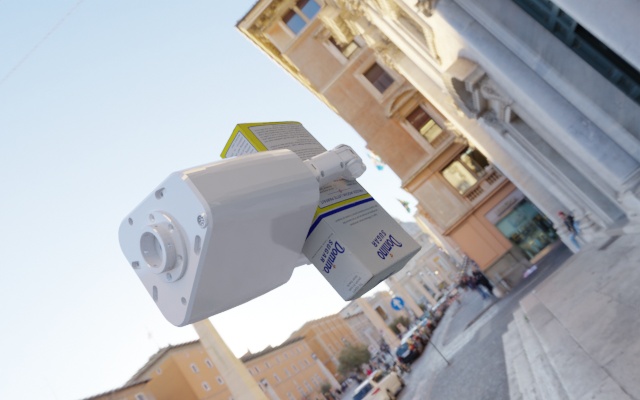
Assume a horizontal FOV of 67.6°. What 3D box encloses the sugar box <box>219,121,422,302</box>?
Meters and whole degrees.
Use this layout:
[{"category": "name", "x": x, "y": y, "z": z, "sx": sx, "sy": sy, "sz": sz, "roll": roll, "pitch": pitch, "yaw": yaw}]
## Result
[{"category": "sugar box", "x": 0.000, "y": 0.002, "z": 0.427, "sx": 0.093, "sy": 0.176, "sz": 0.048, "roll": -16, "pitch": -30, "yaw": -53}]
